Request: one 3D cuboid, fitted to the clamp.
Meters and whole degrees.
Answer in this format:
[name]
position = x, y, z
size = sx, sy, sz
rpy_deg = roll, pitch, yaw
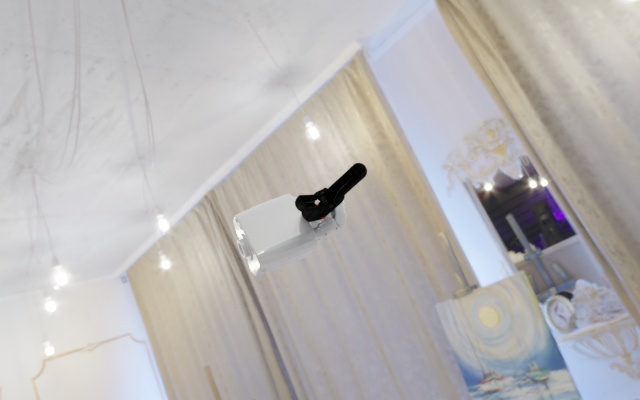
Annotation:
[clamp]
position = 0.000, 0.002, 0.756
size = 0.120, 0.039, 0.171
rpy_deg = -22, -15, -22
